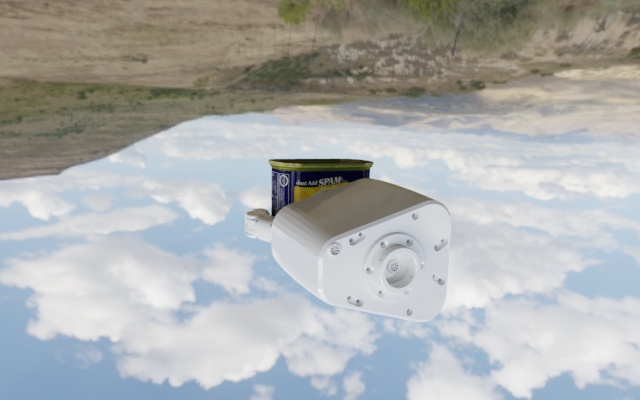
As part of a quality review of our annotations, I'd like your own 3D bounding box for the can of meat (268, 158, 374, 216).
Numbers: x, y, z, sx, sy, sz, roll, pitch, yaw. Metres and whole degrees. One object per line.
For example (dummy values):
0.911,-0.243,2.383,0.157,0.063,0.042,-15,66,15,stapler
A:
0.000,0.002,0.477,0.102,0.084,0.057,-3,10,-25,can of meat
